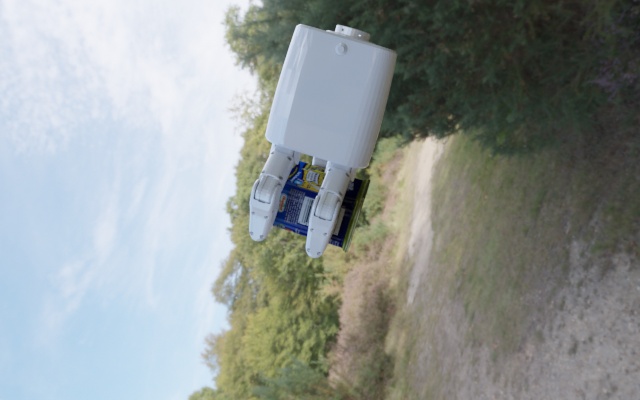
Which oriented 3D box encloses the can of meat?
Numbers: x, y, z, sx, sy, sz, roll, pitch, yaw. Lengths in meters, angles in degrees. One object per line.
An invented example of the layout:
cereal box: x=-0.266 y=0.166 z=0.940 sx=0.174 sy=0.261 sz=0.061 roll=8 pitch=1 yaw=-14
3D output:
can of meat: x=0.000 y=0.002 z=0.483 sx=0.084 sy=0.057 sz=0.102 roll=18 pitch=20 yaw=5
